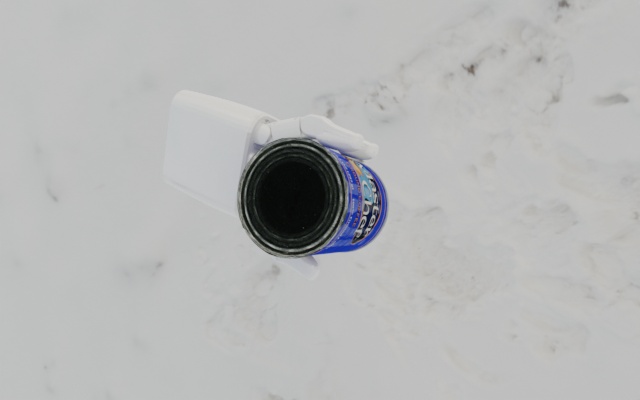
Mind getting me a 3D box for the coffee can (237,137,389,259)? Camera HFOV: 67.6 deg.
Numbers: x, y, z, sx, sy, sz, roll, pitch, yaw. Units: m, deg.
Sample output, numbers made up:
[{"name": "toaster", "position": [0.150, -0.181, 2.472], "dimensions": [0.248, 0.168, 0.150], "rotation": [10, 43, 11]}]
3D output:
[{"name": "coffee can", "position": [0.000, 0.002, 0.461], "dimensions": [0.103, 0.103, 0.140], "rotation": [0, -3, 21]}]
